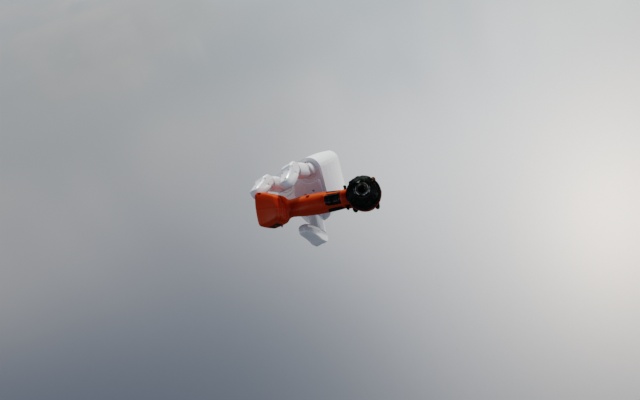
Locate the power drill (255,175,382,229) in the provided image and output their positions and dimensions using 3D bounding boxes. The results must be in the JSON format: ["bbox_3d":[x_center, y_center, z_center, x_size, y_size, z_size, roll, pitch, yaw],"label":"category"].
[{"bbox_3d":[0.000,0.002,0.728,0.187,0.057,0.184,-8,-7,7],"label":"power drill"}]
